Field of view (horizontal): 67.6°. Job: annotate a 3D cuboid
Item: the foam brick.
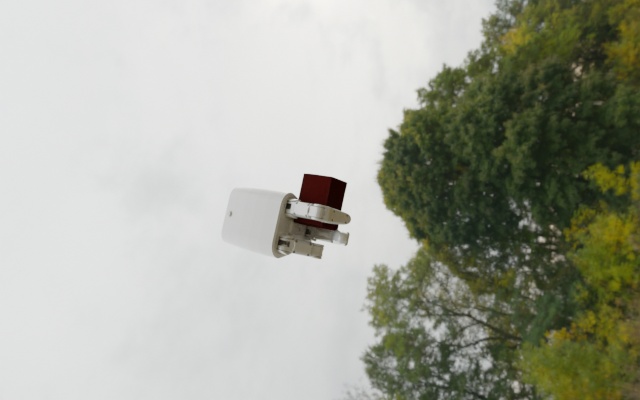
[{"bbox_3d":[0.000,0.002,0.723,0.051,0.078,0.053,10,-5,30],"label":"foam brick"}]
